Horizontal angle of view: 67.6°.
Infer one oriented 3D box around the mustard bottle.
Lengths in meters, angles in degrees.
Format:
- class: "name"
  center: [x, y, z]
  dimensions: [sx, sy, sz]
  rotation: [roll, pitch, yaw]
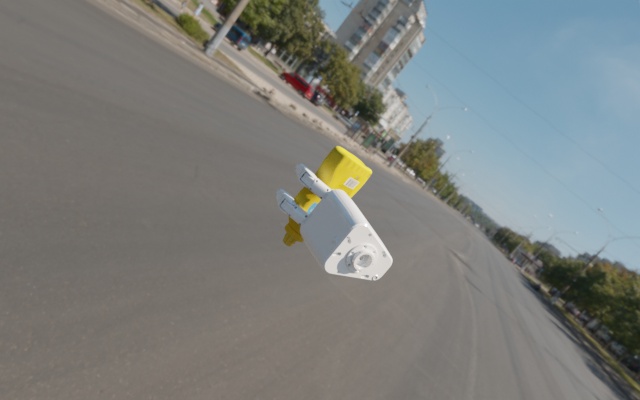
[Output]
- class: "mustard bottle"
  center: [0.000, 0.002, 0.817]
  dimensions: [0.058, 0.191, 0.096]
  rotation: [46, 13, 33]
